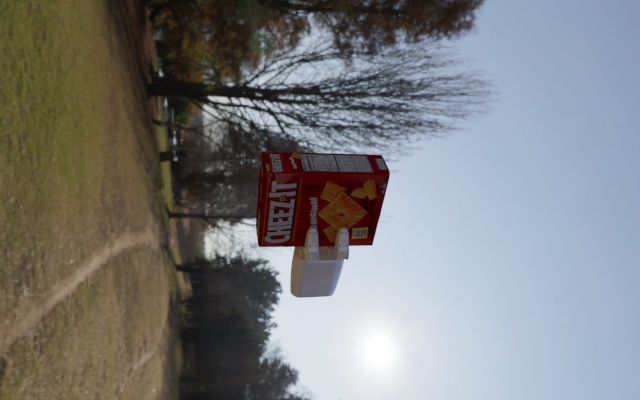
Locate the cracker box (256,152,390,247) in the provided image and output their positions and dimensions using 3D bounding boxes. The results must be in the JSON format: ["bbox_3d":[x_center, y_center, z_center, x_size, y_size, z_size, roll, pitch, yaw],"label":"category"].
[{"bbox_3d":[0.000,0.003,0.836,0.214,0.164,0.072,0,37,-13],"label":"cracker box"}]
